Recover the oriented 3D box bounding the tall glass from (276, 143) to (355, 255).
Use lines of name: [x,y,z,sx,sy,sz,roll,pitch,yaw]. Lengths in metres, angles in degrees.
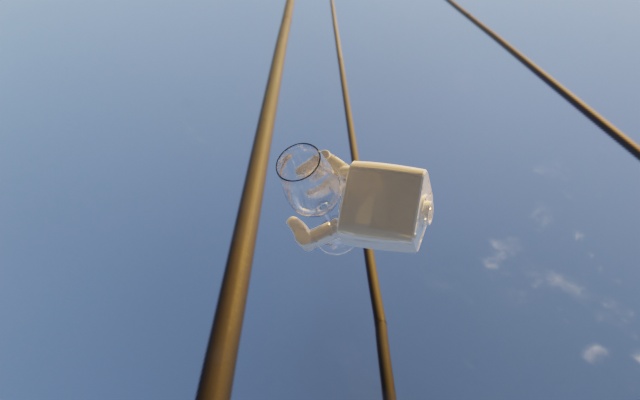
tall glass: [0.000,0.003,0.690,0.079,0.079,0.201,0,-32,21]
